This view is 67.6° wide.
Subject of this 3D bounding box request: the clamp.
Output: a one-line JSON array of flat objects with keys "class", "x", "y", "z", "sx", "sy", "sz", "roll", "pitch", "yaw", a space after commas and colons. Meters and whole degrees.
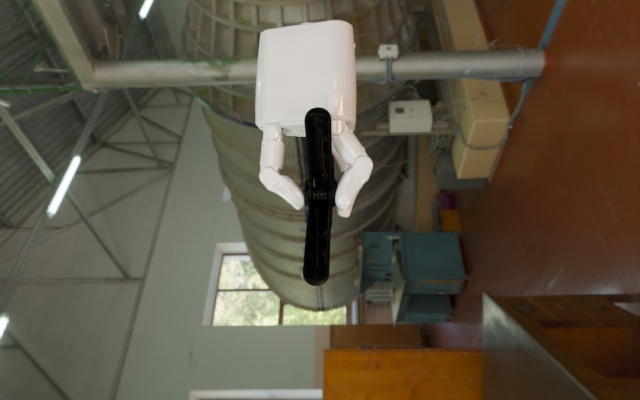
[{"class": "clamp", "x": -0.001, "y": 0.001, "z": 0.526, "sx": 0.036, "sy": 0.164, "sz": 0.210, "roll": 2, "pitch": -3, "yaw": 2}]
